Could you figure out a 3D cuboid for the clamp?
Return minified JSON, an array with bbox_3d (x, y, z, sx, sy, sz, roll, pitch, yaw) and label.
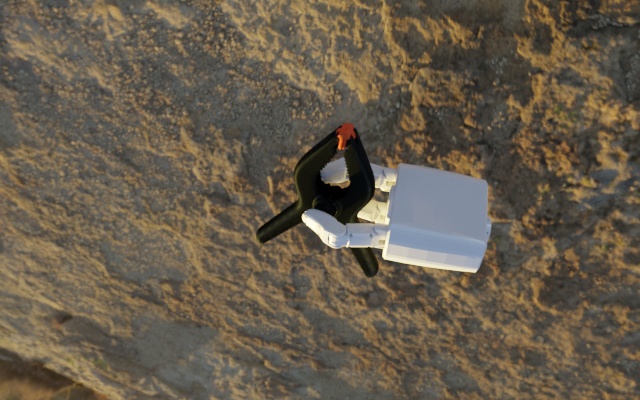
[{"bbox_3d":[0.000,0.002,0.567,0.164,0.210,0.036,11,40,8],"label":"clamp"}]
